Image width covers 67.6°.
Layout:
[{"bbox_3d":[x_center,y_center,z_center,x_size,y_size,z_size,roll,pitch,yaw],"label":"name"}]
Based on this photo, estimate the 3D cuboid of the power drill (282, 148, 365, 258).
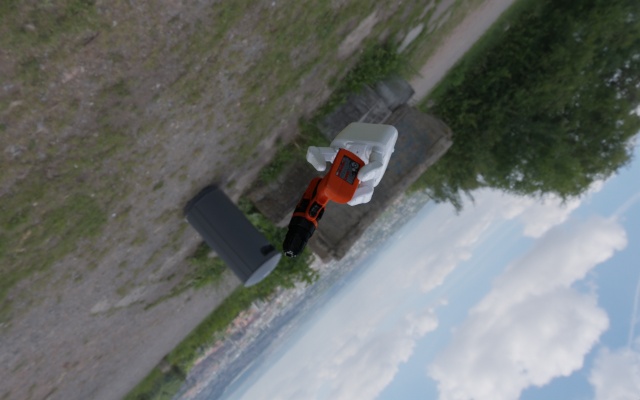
[{"bbox_3d":[0.000,0.002,0.872,0.057,0.184,0.188,30,-35,-12],"label":"power drill"}]
